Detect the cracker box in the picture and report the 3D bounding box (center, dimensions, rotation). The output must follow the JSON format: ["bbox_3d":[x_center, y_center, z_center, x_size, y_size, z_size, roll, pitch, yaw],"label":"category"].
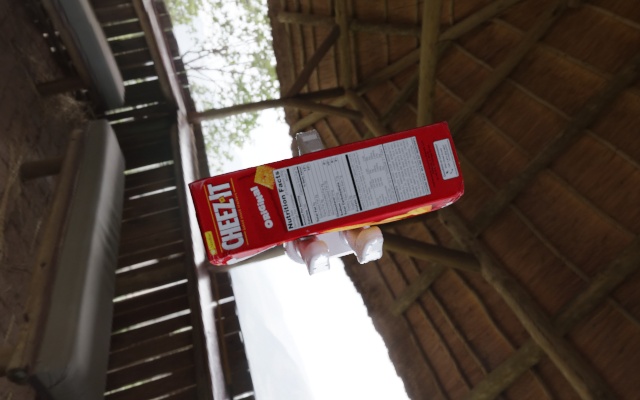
[{"bbox_3d":[0.000,0.001,0.446,0.213,0.072,0.164,-15,-5,-9],"label":"cracker box"}]
